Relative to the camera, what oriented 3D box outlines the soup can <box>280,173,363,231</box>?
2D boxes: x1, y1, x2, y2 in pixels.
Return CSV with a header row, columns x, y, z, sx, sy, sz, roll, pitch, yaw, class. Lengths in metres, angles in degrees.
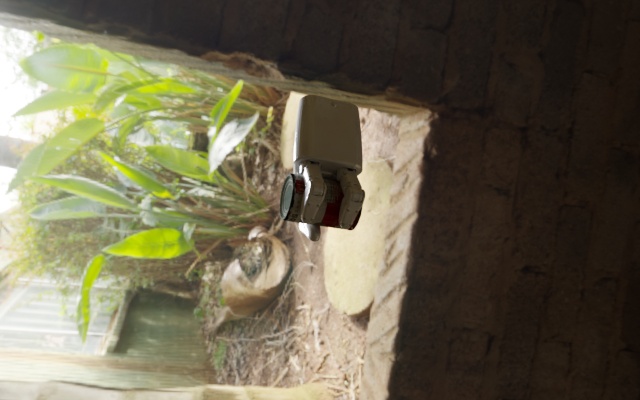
x,y,z,sx,sy,sz,roll,pitch,yaw,class
0.000,0.003,0.671,0.102,0.068,0.068,9,-3,-18,soup can
